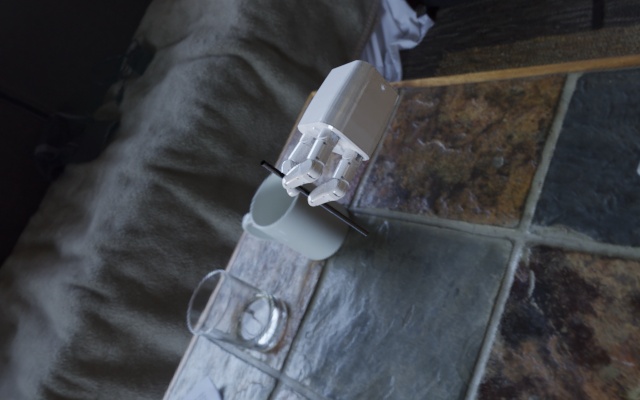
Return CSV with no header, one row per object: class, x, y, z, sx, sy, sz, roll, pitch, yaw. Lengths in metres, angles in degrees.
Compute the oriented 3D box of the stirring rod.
stirring rod,0.000,0.002,0.704,0.011,0.011,0.240,0,-26,44
